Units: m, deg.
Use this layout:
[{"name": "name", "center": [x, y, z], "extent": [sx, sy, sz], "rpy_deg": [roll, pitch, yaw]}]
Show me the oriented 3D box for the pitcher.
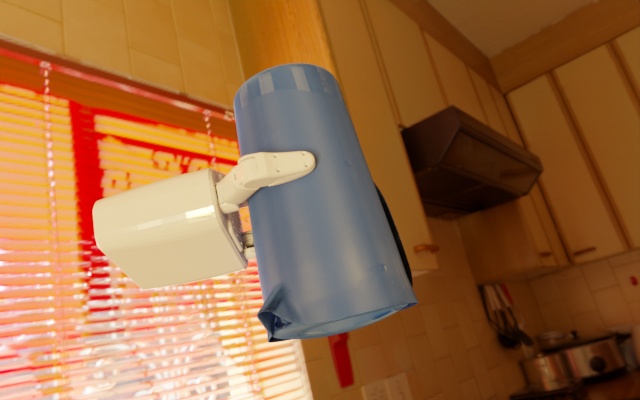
[{"name": "pitcher", "center": [0.000, 0.002, 0.453], "extent": [0.145, 0.242, 0.149], "rpy_deg": [-14, -18, 0]}]
